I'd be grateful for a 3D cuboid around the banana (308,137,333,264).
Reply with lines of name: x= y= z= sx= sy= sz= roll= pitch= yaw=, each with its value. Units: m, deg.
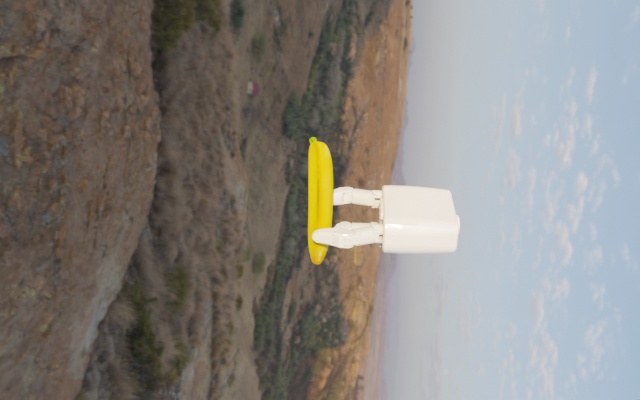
banana: x=0.000 y=-0.002 z=0.711 sx=0.037 sy=0.198 sz=0.069 roll=0 pitch=-4 yaw=0
